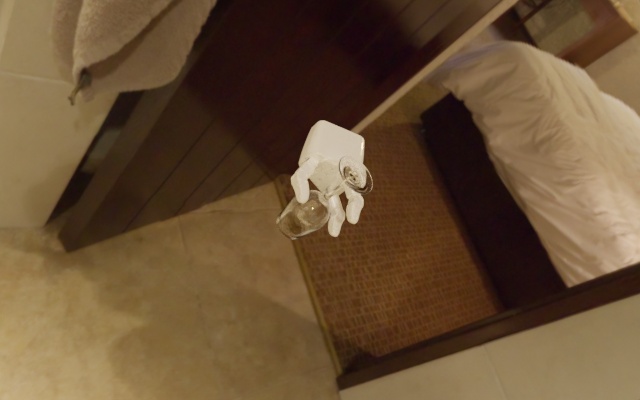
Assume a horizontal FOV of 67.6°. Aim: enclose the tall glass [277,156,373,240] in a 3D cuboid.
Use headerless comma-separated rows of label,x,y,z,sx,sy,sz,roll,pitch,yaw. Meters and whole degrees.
tall glass,0.000,0.003,0.865,0.079,0.079,0.201,0,-28,-43
